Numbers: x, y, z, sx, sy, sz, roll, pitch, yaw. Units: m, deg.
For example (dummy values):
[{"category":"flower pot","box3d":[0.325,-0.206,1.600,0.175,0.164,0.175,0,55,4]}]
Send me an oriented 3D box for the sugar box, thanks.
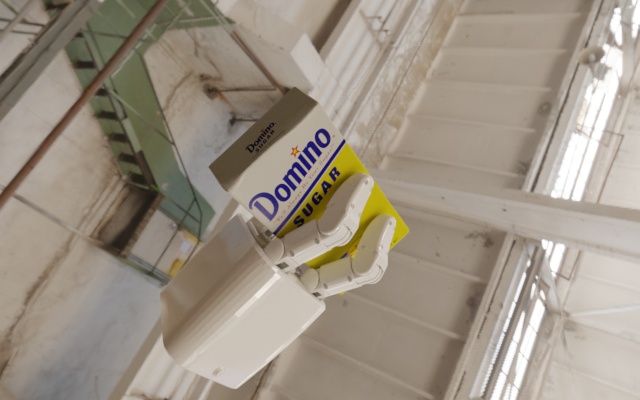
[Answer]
[{"category":"sugar box","box3d":[0.000,0.002,0.402,0.048,0.093,0.176,45,-2,45]}]
